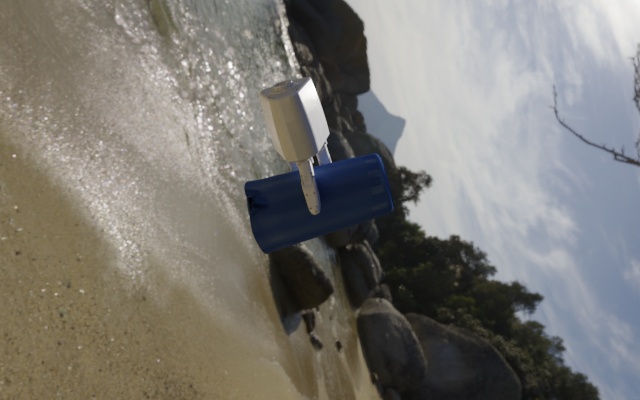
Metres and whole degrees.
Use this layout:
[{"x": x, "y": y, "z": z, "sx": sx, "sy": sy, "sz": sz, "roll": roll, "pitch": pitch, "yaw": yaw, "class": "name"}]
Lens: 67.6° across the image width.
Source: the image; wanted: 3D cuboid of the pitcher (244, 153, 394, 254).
[{"x": 0.000, "y": 0.003, "z": 0.842, "sx": 0.243, "sy": 0.145, "sz": 0.149, "roll": -15, "pitch": 24, "yaw": 6, "class": "pitcher"}]
